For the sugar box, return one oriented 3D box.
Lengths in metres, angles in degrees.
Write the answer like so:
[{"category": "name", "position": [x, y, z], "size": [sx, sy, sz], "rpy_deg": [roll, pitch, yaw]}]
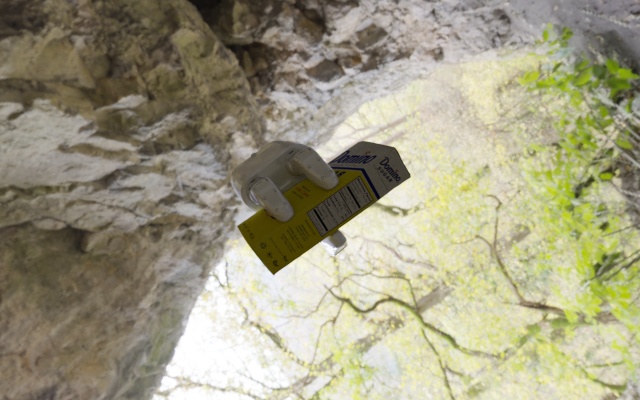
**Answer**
[{"category": "sugar box", "position": [0.000, 0.001, 0.512], "size": [0.176, 0.048, 0.093], "rpy_deg": [-38, 20, -9]}]
